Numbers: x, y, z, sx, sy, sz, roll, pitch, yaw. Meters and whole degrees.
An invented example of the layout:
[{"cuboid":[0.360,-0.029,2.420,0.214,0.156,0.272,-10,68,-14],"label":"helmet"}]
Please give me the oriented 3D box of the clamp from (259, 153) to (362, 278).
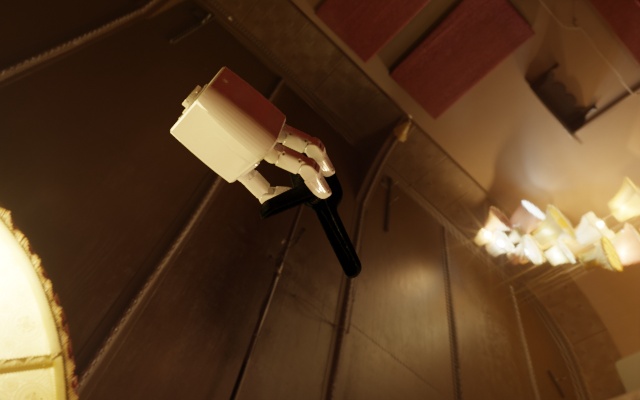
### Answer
[{"cuboid":[-0.001,0.002,0.667,0.036,0.164,0.209,-36,23,28],"label":"clamp"}]
